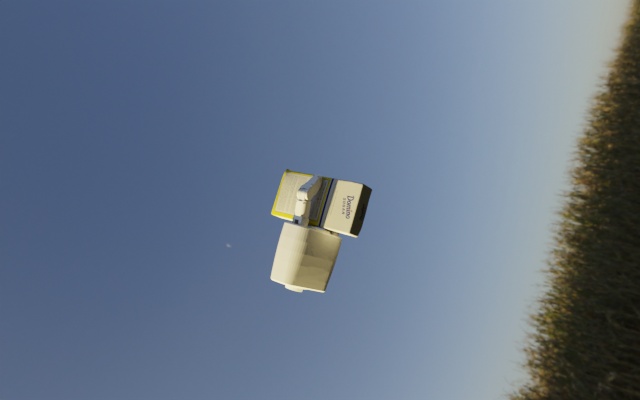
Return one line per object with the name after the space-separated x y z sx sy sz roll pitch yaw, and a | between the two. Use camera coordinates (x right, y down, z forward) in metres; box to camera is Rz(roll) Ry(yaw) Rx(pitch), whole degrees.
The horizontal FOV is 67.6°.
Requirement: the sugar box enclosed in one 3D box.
0.000 0.003 0.876 0.176 0.093 0.048 14 -6 31 | sugar box
